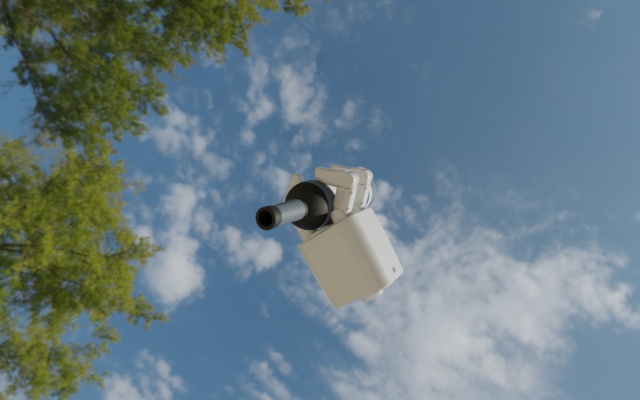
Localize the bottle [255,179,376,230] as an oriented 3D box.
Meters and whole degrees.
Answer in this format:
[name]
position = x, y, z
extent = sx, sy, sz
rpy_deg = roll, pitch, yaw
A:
[bottle]
position = 0.000, 0.002, 0.675
extent = 0.069, 0.069, 0.295
rpy_deg = 0, 7, 26
